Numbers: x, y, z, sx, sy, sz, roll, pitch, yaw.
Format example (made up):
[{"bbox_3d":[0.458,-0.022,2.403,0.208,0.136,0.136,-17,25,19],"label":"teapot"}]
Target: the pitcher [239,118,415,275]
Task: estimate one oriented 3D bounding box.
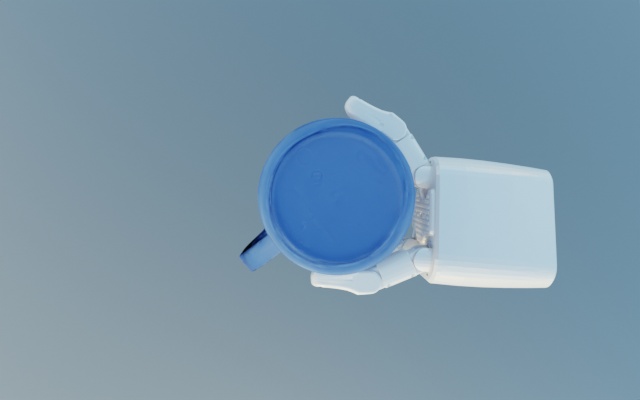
[{"bbox_3d":[0.000,0.001,0.435,0.145,0.149,0.243,7,2,-1],"label":"pitcher"}]
